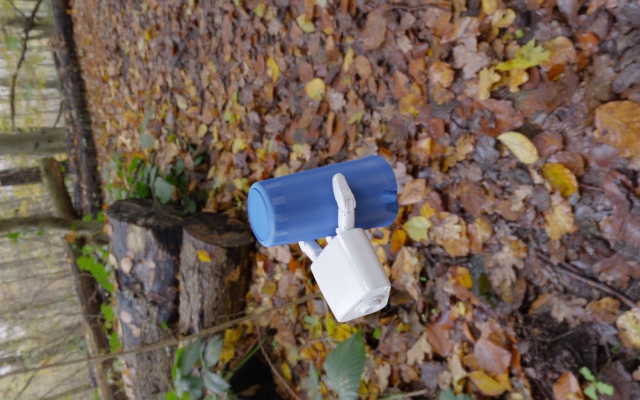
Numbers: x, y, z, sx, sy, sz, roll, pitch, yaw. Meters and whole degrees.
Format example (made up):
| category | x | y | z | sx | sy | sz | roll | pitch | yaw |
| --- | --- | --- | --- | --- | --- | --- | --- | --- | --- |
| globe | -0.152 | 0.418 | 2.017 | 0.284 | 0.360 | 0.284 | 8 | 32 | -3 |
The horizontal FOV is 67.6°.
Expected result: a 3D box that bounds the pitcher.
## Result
| category | x | y | z | sx | sy | sz | roll | pitch | yaw |
| --- | --- | --- | --- | --- | --- | --- | --- | --- | --- |
| pitcher | 0.000 | 0.003 | 0.829 | 0.243 | 0.145 | 0.149 | -11 | -33 | -26 |
